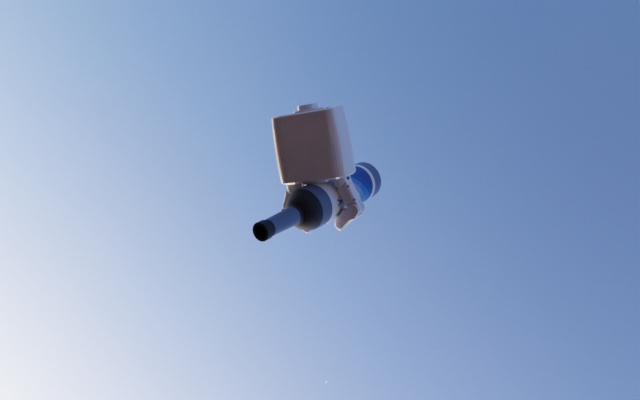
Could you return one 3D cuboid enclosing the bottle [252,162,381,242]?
[{"bbox_3d":[0.000,0.002,0.746,0.069,0.069,0.295,0,16,34],"label":"bottle"}]
